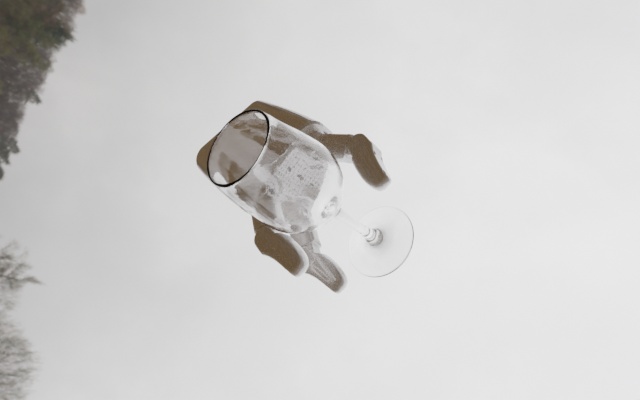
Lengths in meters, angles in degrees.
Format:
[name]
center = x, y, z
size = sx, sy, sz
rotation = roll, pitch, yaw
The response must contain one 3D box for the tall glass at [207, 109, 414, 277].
[tall glass]
center = 0.001, 0.002, 0.405
size = 0.079, 0.079, 0.201
rotation = 0, -23, 40
